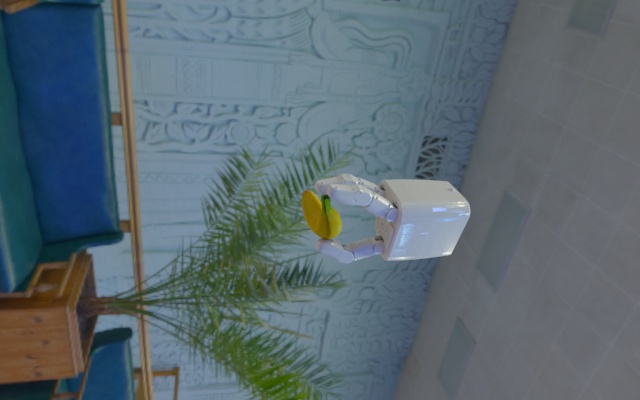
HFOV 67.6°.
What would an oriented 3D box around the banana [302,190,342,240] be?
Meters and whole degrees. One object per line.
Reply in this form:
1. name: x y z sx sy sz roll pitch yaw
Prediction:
1. banana: 0.002 0.021 0.717 0.037 0.069 0.198 -4 3 -11
